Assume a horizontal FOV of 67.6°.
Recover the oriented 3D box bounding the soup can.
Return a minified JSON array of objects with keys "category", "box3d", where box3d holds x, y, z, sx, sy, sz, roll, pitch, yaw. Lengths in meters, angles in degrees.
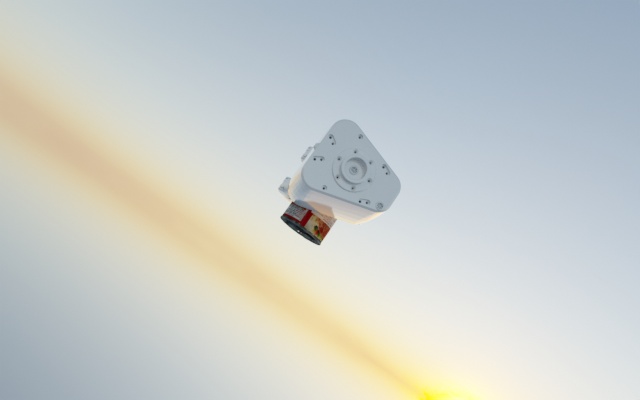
[{"category":"soup can","box3d":[0.000,0.002,0.668,0.068,0.102,0.068,33,-12,8]}]
